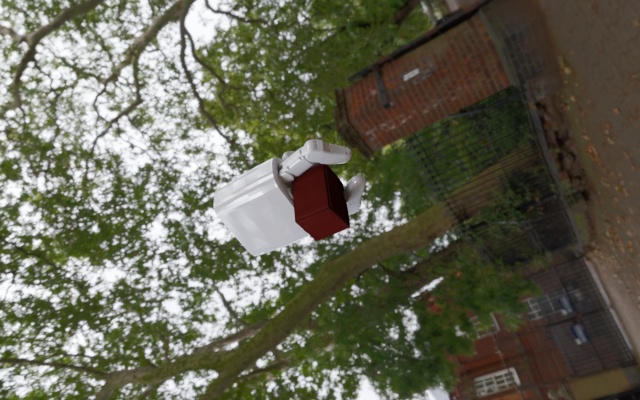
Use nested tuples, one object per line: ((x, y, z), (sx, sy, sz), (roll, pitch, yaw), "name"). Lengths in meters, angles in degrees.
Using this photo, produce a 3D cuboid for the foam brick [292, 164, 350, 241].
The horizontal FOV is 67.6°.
((0.000, 0.002, 0.608), (0.051, 0.078, 0.053), (-24, -44, 19), "foam brick")
